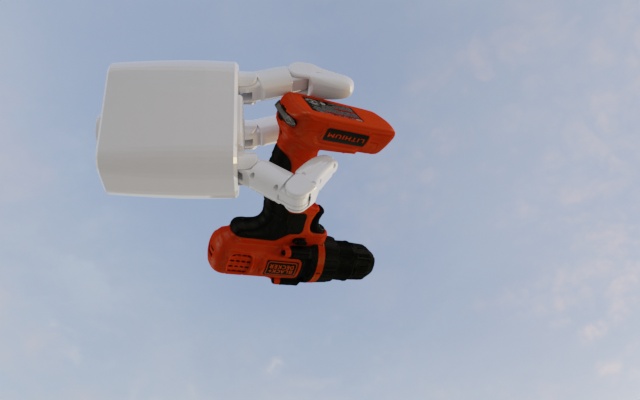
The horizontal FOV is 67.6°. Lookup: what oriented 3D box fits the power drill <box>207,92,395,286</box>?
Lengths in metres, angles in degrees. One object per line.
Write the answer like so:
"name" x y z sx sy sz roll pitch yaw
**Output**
"power drill" 0.000 0.001 0.463 0.184 0.188 0.057 8 27 -29
